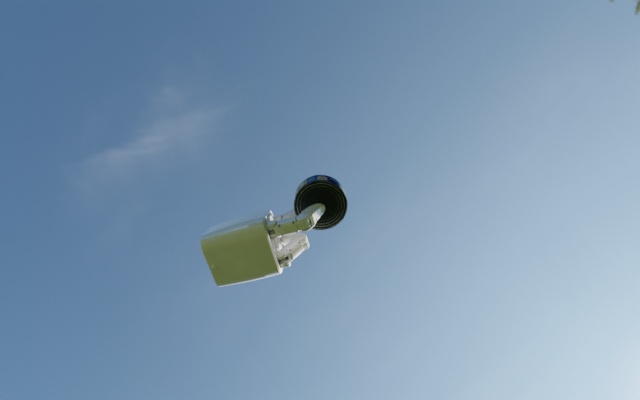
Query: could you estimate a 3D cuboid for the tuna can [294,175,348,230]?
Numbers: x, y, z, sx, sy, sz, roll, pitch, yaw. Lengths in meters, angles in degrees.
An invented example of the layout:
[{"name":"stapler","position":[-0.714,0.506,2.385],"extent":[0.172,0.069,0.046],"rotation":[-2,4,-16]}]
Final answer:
[{"name":"tuna can","position":[0.000,0.002,0.774],"extent":[0.086,0.086,0.033],"rotation":[0,23,-1]}]
